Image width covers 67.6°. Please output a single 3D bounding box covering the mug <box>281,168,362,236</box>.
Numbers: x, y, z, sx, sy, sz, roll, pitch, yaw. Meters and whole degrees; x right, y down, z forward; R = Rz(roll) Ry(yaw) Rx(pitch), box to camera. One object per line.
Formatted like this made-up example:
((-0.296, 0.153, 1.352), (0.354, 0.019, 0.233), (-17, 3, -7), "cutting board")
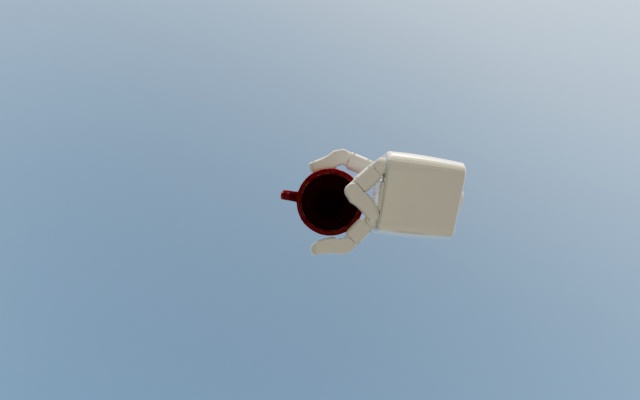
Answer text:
((-0.001, 0.002, 0.695), (0.117, 0.093, 0.081), (7, -3, -2), "mug")
